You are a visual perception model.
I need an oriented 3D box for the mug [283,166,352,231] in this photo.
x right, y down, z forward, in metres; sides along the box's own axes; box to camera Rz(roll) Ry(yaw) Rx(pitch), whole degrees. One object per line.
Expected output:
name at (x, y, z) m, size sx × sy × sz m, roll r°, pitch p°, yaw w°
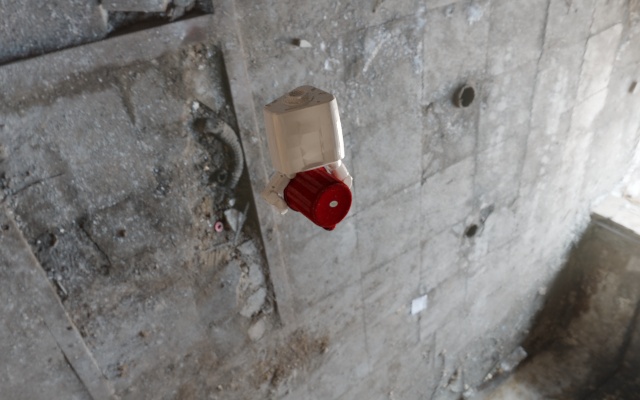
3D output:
mug at (0.000, 0.004, 0.796) m, size 0.093 × 0.117 × 0.081 m, roll -28°, pitch 37°, yaw -22°
